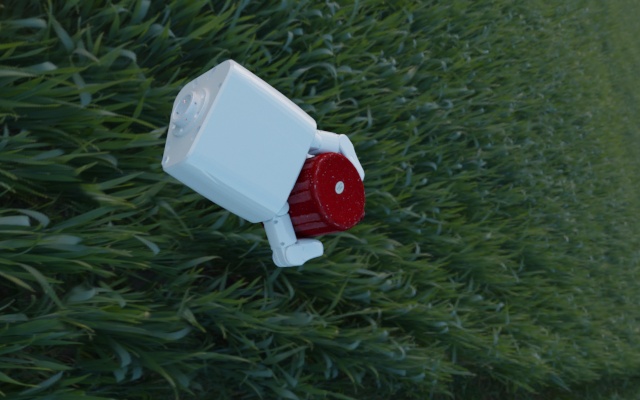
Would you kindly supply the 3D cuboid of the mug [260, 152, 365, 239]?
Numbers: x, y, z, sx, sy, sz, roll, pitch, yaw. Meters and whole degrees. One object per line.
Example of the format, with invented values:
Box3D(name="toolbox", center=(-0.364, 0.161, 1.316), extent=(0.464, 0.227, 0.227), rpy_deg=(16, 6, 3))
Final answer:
Box3D(name="mug", center=(0.001, 0.002, 0.510), extent=(0.081, 0.093, 0.117), rpy_deg=(-13, -34, 42))
